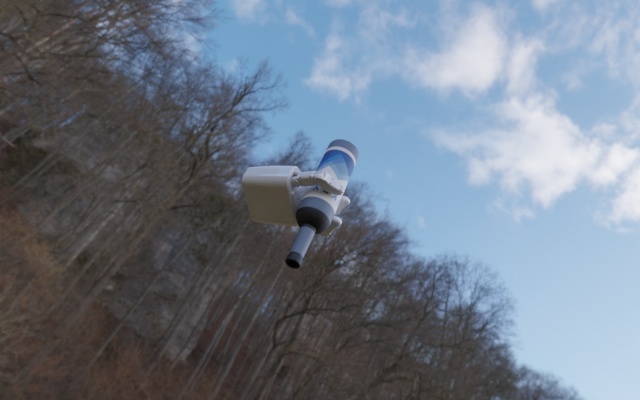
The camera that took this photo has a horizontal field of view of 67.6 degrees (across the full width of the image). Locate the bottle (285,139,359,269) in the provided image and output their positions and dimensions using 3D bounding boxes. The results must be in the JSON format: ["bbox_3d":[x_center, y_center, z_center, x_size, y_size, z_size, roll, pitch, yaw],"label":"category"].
[{"bbox_3d":[0.000,0.003,0.896,0.069,0.295,0.069,14,-40,12],"label":"bottle"}]
